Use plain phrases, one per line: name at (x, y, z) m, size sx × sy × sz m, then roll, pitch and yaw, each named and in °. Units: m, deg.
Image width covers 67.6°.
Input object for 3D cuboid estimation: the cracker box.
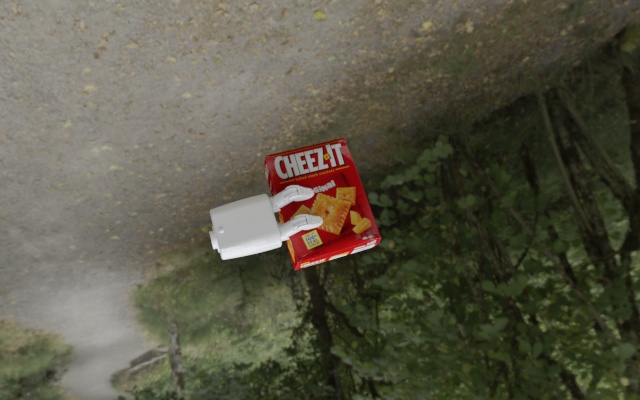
cracker box at (0.000, 0.003, 0.897) m, size 0.164 × 0.213 × 0.072 m, roll -14°, pitch -16°, yaw -13°
